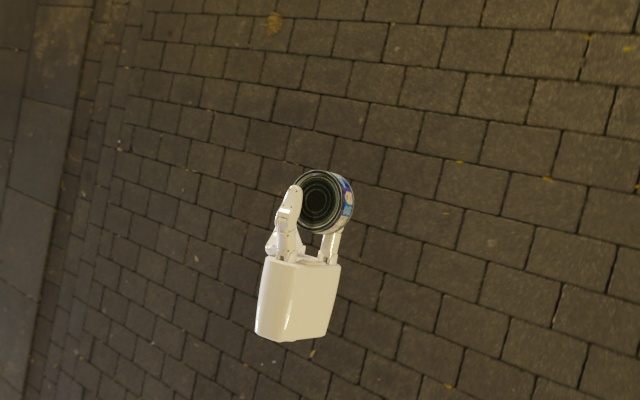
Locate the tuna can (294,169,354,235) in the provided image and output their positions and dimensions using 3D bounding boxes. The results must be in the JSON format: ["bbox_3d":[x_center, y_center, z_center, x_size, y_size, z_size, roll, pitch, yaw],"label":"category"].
[{"bbox_3d":[0.000,0.002,0.639,0.086,0.086,0.034,0,-7,30],"label":"tuna can"}]
